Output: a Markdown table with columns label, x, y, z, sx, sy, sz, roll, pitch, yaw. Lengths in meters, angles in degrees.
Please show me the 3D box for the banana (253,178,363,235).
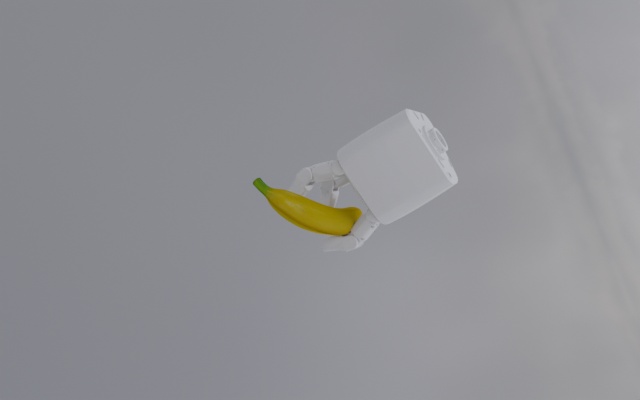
| label | x | y | z | sx | sy | sz | roll | pitch | yaw |
| --- | --- | --- | --- | --- | --- | --- | --- | --- | --- |
| banana | 0.004 | 0.016 | 0.622 | 0.037 | 0.069 | 0.198 | -42 | -39 | 26 |
